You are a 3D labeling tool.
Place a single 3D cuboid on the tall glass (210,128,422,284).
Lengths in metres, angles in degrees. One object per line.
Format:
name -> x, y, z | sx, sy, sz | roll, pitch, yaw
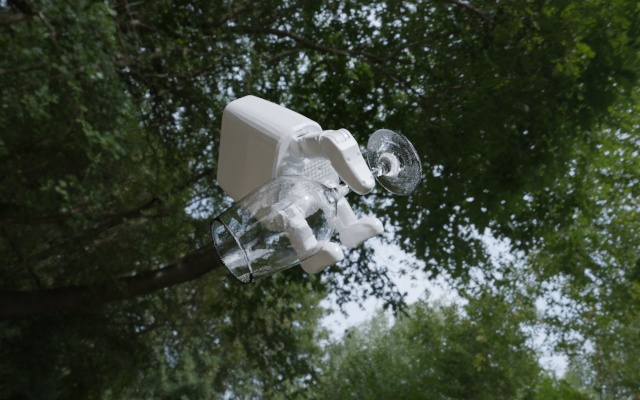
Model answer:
tall glass -> 0.001, 0.001, 0.443 | 0.201, 0.079, 0.079 | -29, 16, -31
